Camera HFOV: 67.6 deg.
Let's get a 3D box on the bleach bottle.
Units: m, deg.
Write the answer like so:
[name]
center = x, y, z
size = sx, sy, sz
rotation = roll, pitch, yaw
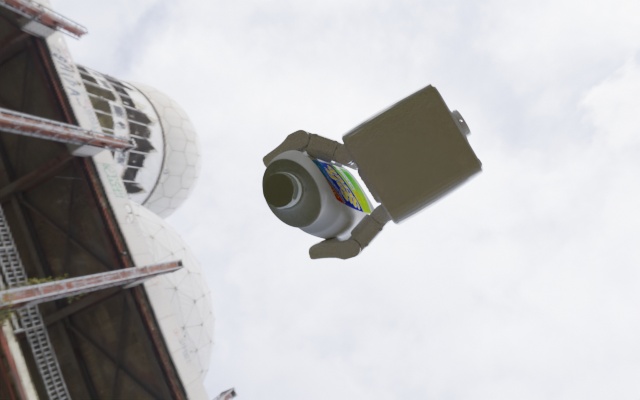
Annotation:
[bleach bottle]
center = 0.000, 0.002, 0.515
size = 0.068, 0.102, 0.251
rotation = -32, -9, 12
